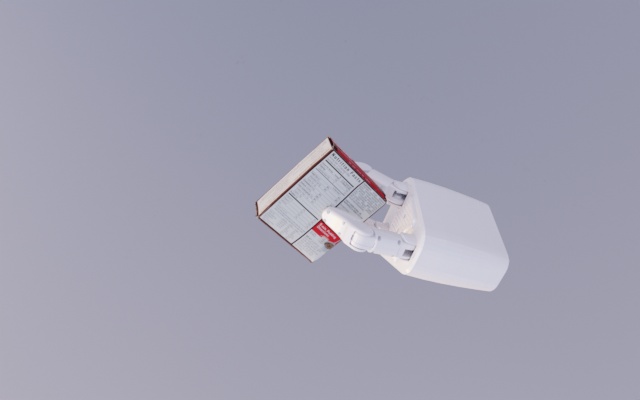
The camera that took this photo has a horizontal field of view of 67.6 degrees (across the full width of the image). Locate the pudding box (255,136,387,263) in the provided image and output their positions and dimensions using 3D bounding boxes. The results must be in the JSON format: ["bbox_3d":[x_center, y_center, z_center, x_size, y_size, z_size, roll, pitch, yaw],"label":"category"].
[{"bbox_3d":[0.000,0.002,0.511,0.090,0.113,0.039,43,13,-24],"label":"pudding box"}]
